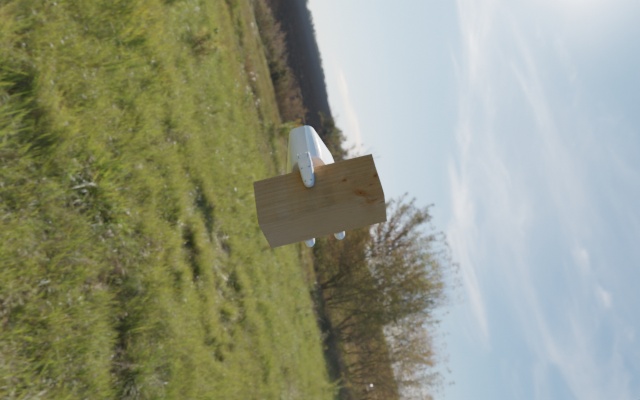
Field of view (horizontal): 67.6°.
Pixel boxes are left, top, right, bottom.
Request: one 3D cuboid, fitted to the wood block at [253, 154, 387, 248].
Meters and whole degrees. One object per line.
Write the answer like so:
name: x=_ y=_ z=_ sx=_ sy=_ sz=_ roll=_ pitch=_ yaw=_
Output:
wood block: x=0.000 y=0.002 z=0.812 sx=0.206 sy=0.090 sz=0.091 roll=-14 pitch=-34 yaw=2
